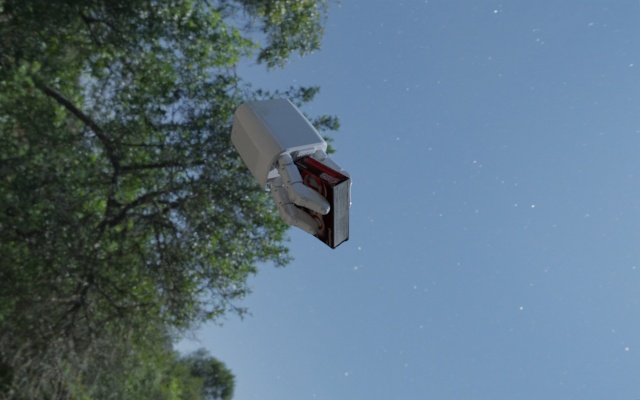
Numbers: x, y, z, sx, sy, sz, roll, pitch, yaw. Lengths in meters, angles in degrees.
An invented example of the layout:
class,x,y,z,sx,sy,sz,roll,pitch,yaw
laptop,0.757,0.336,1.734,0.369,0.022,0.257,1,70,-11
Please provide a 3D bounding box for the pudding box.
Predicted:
class,x,y,z,sx,sy,sz,roll,pitch,yaw
pudding box,0.000,0.002,0.699,0.039,0.114,0.090,-28,42,-30
